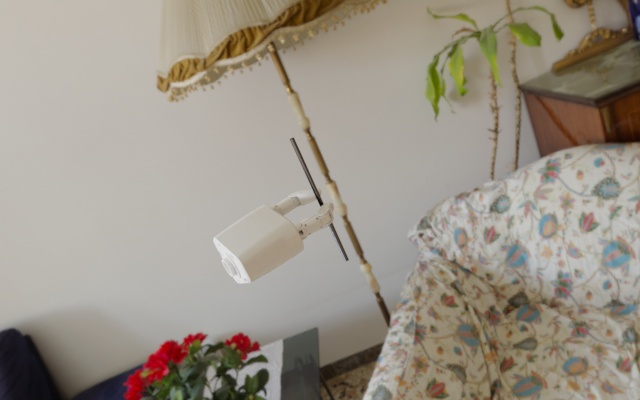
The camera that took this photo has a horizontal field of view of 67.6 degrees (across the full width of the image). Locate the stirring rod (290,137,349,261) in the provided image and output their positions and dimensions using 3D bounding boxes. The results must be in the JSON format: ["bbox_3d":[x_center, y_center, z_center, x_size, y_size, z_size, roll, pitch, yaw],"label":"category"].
[{"bbox_3d":[0.000,0.003,0.820,0.011,0.239,0.011,-22,18,7],"label":"stirring rod"}]
